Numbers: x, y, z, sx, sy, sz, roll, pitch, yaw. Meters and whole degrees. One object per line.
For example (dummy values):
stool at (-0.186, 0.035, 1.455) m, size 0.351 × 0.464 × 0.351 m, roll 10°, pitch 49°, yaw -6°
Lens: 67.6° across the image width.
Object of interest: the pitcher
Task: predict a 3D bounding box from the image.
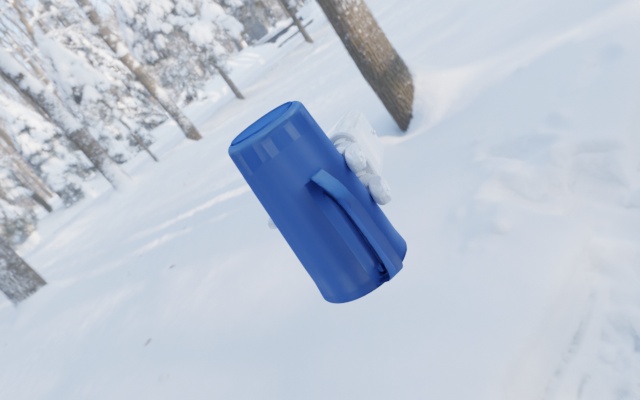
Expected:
pitcher at (0.000, 0.002, 0.595) m, size 0.149 × 0.243 × 0.145 m, roll -25°, pitch 21°, yaw 27°
